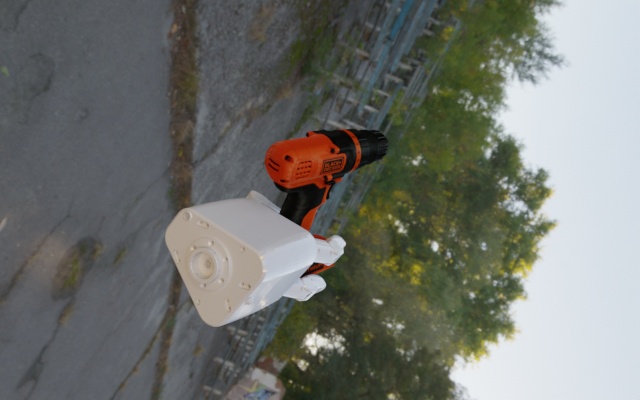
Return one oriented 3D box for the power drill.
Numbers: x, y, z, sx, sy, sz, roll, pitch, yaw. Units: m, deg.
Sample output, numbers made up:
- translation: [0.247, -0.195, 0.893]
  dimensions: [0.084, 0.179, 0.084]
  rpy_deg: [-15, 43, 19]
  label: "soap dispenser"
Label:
- translation: [0.000, 0.002, 0.586]
  dimensions: [0.184, 0.188, 0.057]
  rpy_deg: [-14, 38, -42]
  label: "power drill"
